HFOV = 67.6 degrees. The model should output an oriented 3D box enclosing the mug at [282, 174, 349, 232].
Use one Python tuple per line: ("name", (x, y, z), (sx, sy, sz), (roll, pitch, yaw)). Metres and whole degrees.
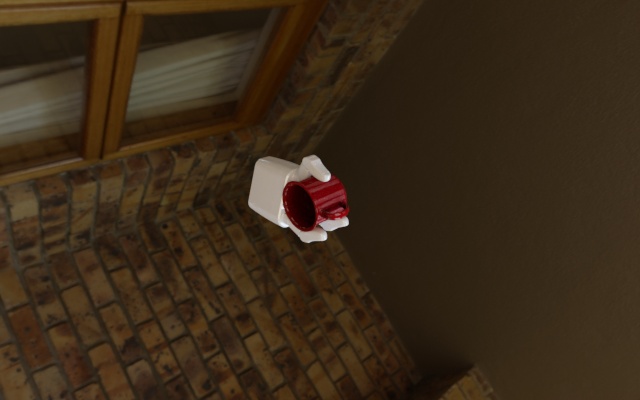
("mug", (0.001, 0.003, 0.841), (0.081, 0.093, 0.117), (-23, 34, -38))
